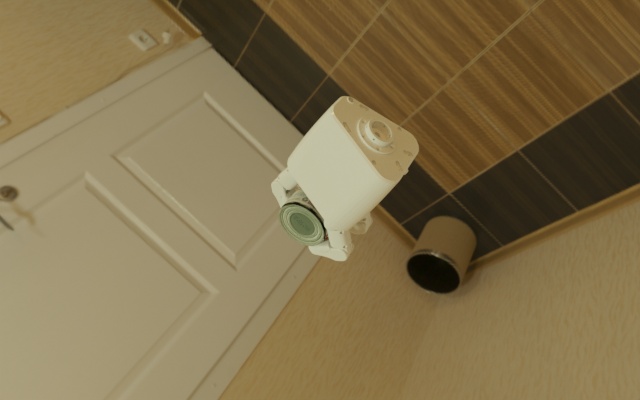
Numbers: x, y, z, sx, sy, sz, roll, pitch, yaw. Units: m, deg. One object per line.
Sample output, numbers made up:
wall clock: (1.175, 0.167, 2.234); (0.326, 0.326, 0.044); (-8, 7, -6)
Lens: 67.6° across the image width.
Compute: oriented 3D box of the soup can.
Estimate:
soup can: (0.000, 0.002, 0.617); (0.068, 0.068, 0.102); (0, 35, 35)
